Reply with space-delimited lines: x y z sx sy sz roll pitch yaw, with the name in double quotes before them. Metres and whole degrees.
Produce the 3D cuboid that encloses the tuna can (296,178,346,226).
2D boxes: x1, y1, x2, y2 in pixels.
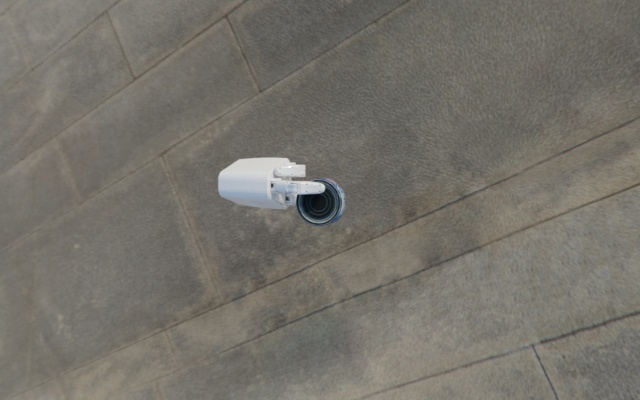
"tuna can" 0.000 0.003 0.853 0.086 0.086 0.034 0 2 15
